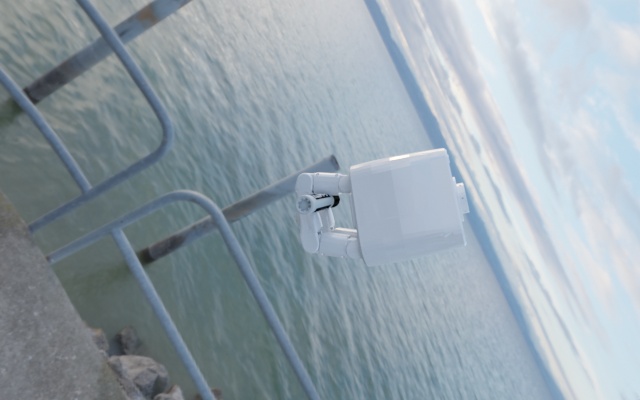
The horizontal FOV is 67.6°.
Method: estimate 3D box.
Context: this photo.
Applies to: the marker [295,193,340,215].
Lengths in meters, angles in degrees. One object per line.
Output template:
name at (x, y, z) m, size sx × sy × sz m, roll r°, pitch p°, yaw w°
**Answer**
marker at (0.000, 0.002, 0.517) m, size 0.020 × 0.020 × 0.121 m, roll 0°, pitch 2°, yaw 15°
